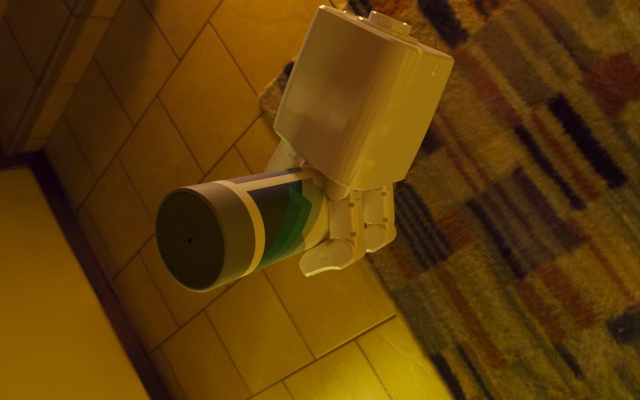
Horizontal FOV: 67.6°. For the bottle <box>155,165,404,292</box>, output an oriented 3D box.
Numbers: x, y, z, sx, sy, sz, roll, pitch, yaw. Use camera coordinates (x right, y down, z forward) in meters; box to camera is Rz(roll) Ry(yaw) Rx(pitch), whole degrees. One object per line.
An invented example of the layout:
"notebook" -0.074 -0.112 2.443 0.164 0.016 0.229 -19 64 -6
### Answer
"bottle" 0.000 0.001 0.414 0.069 0.069 0.295 0 9 34
